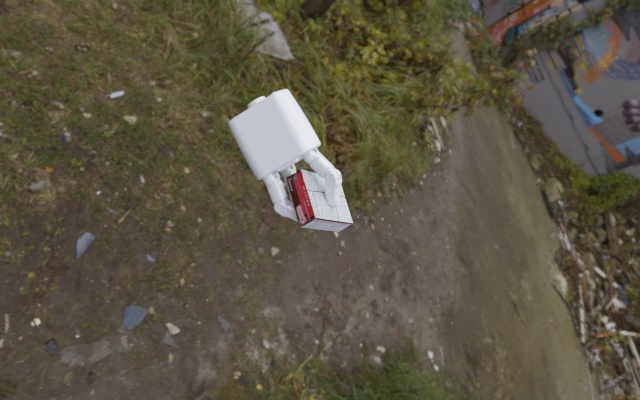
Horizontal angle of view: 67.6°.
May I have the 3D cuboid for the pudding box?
[{"bbox_3d":[0.000,0.002,0.789,0.039,0.090,0.113,-29,-24,33],"label":"pudding box"}]
